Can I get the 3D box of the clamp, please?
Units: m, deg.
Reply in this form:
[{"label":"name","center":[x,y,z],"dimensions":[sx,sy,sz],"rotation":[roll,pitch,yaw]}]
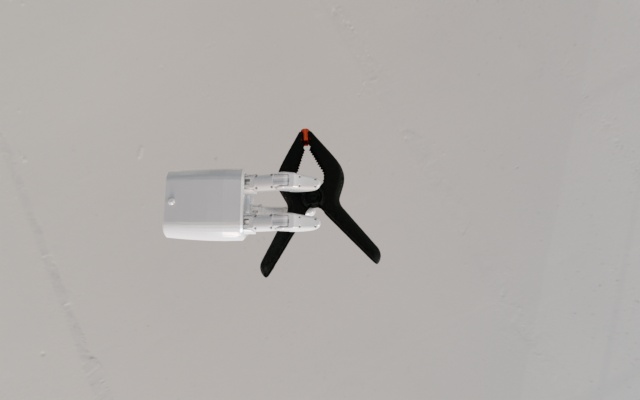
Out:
[{"label":"clamp","center":[0.000,0.002,0.671],"dimensions":[0.164,0.210,0.036],"rotation":[0,-13,-2]}]
